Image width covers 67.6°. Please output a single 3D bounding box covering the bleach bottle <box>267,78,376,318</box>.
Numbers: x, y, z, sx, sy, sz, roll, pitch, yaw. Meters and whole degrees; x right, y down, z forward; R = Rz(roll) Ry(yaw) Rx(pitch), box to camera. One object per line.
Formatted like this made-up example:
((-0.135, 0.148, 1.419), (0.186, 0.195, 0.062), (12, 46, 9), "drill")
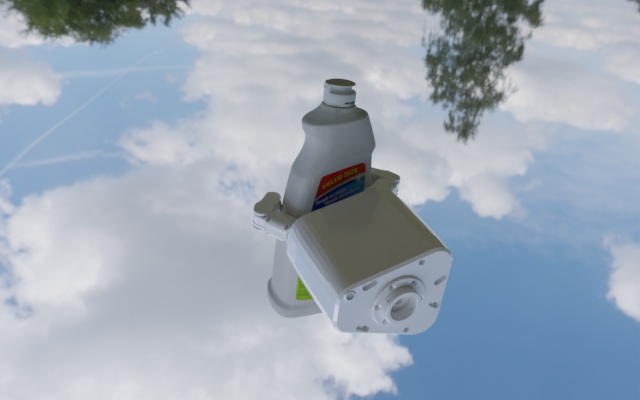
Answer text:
((0.000, 0.002, 0.497), (0.102, 0.251, 0.068), (-7, 30, -22), "bleach bottle")
